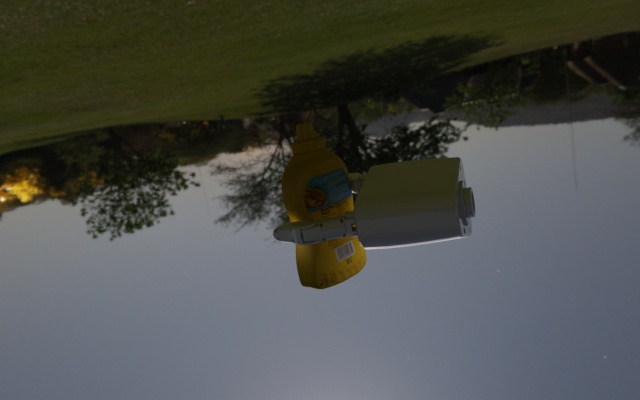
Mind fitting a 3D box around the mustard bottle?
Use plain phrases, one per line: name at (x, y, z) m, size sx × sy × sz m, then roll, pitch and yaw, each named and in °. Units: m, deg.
mustard bottle at (0.000, 0.002, 0.574) m, size 0.096 × 0.192 × 0.058 m, roll -21°, pitch 14°, yaw -42°
